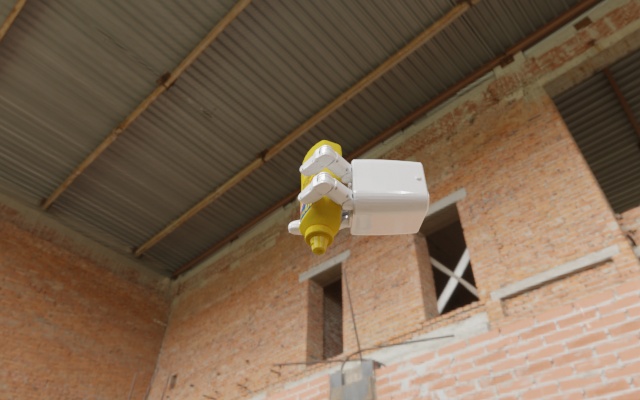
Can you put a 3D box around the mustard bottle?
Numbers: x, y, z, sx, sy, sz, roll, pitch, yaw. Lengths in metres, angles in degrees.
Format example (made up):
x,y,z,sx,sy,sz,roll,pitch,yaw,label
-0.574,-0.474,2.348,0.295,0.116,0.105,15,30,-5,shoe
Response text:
x,y,z,sx,sy,sz,roll,pitch,yaw,label
0.000,0.002,0.730,0.058,0.191,0.096,18,-46,-17,mustard bottle
